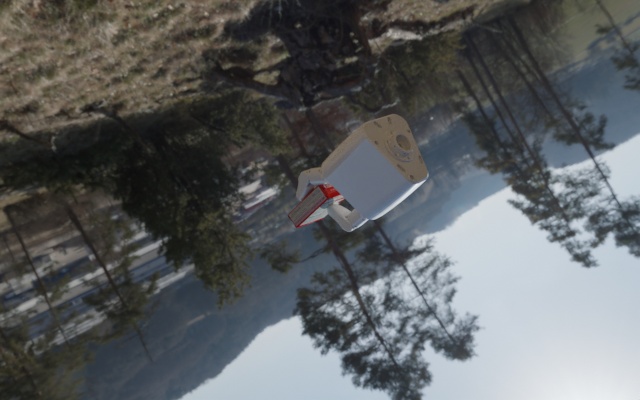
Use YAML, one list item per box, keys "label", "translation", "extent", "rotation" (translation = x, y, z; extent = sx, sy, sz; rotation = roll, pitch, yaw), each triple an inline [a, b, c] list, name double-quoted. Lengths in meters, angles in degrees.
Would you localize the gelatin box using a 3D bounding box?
- label: "gelatin box"
  translation: [0.000, 0.003, 0.770]
  extent: [0.089, 0.030, 0.073]
  rotation: [-44, -16, 34]
